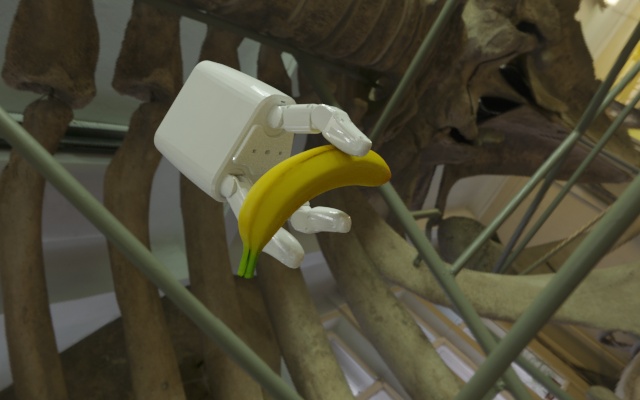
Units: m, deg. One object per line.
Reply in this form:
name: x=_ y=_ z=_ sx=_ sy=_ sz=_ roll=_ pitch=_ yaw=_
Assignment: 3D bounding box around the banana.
banana: x=-0.002 y=-0.013 z=0.406 sx=0.037 sy=0.070 sz=0.197 roll=27 pitch=42 yaw=33
